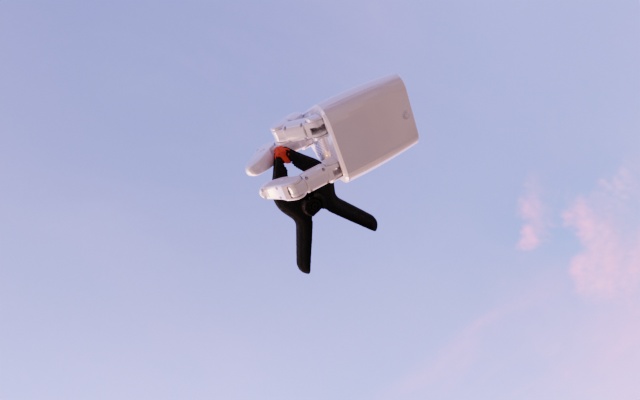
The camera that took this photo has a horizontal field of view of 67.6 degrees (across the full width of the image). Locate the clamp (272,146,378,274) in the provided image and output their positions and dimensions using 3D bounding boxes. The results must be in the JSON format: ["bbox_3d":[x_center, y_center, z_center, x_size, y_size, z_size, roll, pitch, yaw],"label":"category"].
[{"bbox_3d":[0.000,0.002,0.608,0.120,0.171,0.039,-27,26,-12],"label":"clamp"}]
